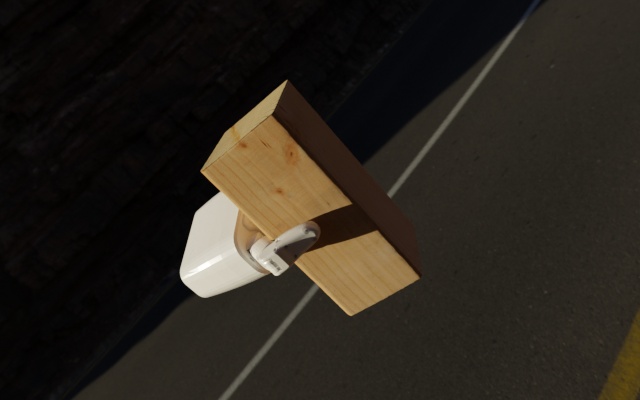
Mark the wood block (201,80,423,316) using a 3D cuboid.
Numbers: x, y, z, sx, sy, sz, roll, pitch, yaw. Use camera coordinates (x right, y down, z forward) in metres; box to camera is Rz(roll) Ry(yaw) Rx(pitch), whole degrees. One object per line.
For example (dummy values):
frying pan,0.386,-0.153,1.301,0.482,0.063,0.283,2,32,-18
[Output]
wood block,0.000,0.002,0.461,0.090,0.206,0.090,-34,22,23
